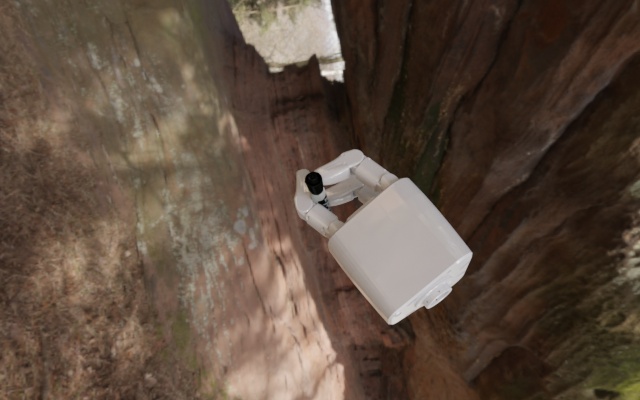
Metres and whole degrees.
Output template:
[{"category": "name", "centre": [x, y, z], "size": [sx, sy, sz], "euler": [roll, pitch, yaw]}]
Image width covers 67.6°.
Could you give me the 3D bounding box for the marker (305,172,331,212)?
[{"category": "marker", "centre": [0.000, 0.002, 0.550], "size": [0.020, 0.020, 0.121], "euler": [0, -26, 9]}]
